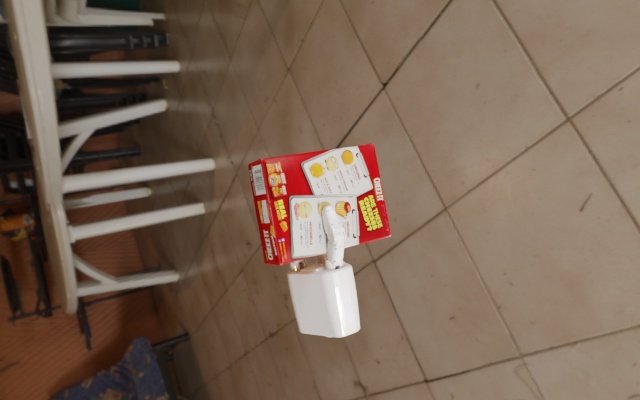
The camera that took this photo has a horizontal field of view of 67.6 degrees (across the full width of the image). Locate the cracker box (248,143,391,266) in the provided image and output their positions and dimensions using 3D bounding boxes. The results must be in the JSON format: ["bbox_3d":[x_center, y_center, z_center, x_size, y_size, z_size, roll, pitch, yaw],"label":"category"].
[{"bbox_3d":[0.000,0.003,0.783,0.213,0.164,0.072,-11,2,-31],"label":"cracker box"}]
